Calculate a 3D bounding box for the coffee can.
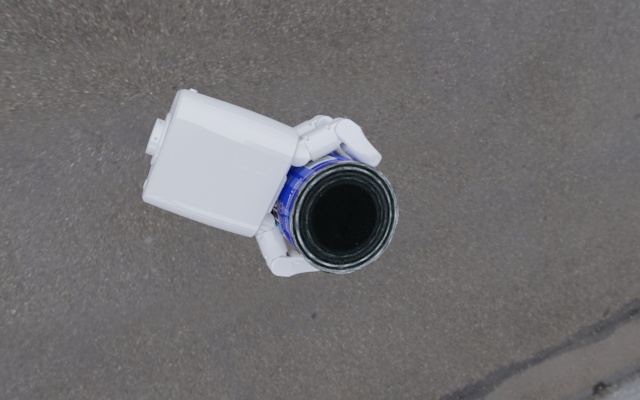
[{"bbox_3d":[0.000,0.002,0.481,0.103,0.103,0.140,0,12,-19],"label":"coffee can"}]
